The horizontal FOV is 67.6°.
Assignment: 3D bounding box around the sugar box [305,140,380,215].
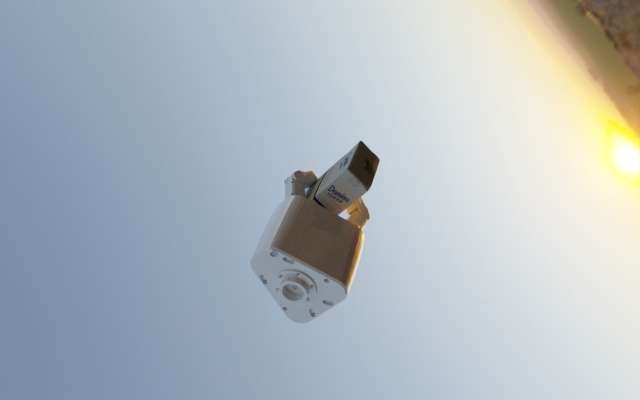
[{"bbox_3d":[0.000,0.003,0.648,0.176,0.048,0.093,-38,14,31],"label":"sugar box"}]
